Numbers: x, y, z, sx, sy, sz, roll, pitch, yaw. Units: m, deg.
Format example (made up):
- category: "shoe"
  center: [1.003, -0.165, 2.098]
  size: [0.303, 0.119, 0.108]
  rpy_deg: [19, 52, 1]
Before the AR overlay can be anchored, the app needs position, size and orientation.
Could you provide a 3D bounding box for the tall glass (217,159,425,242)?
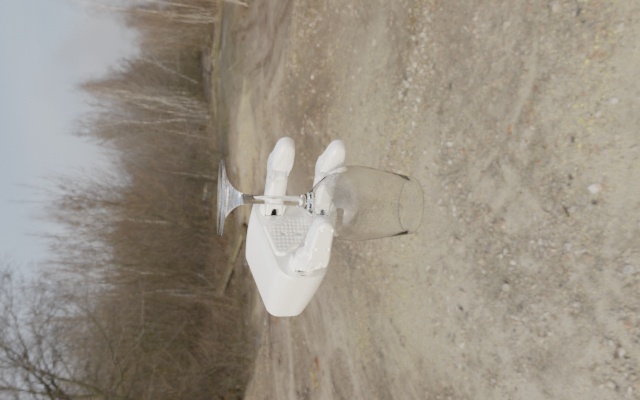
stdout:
- category: "tall glass"
  center: [-0.001, 0.002, 0.480]
  size: [0.201, 0.079, 0.079]
  rpy_deg: [2, -1, -15]
